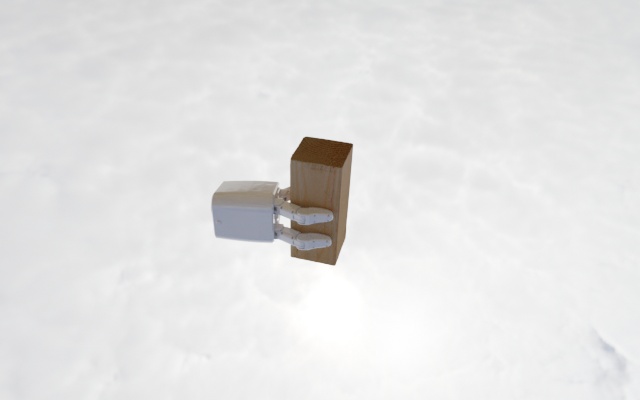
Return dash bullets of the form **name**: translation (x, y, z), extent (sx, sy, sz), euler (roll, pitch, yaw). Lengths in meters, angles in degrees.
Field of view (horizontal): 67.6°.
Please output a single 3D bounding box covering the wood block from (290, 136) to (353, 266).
- **wood block**: translation (0.000, 0.003, 0.846), extent (0.090, 0.206, 0.090), euler (10, 35, 10)
